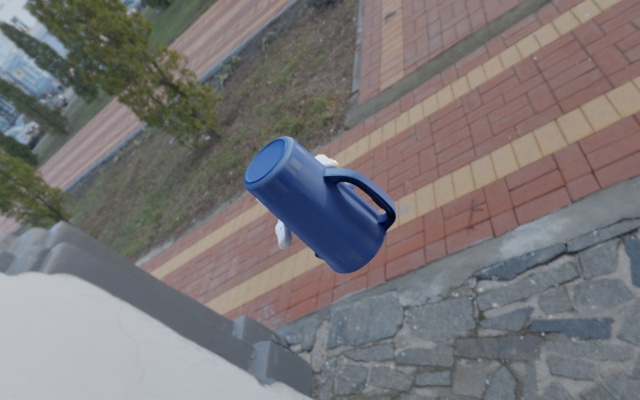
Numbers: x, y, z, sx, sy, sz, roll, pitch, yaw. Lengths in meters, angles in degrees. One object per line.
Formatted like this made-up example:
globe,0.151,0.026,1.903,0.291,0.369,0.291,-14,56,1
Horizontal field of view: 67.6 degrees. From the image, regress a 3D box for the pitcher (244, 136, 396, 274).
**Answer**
pitcher,0.000,0.003,0.797,0.243,0.149,0.145,42,-9,-30
